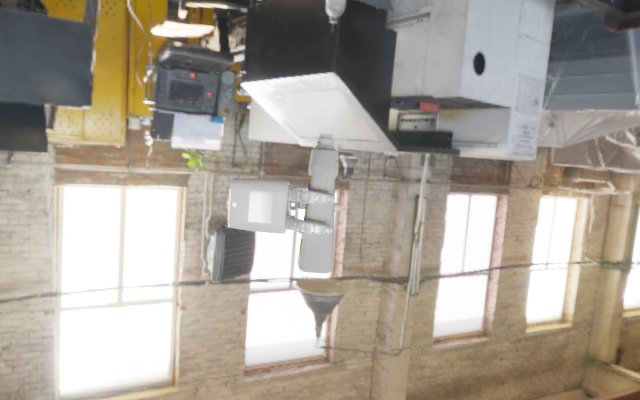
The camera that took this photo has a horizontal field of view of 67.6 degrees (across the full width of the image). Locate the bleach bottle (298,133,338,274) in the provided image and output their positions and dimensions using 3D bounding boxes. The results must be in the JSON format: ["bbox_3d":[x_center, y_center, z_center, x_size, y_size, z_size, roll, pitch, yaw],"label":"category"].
[{"bbox_3d":[0.000,0.003,0.889,0.068,0.251,0.102,5,6,-1],"label":"bleach bottle"}]
